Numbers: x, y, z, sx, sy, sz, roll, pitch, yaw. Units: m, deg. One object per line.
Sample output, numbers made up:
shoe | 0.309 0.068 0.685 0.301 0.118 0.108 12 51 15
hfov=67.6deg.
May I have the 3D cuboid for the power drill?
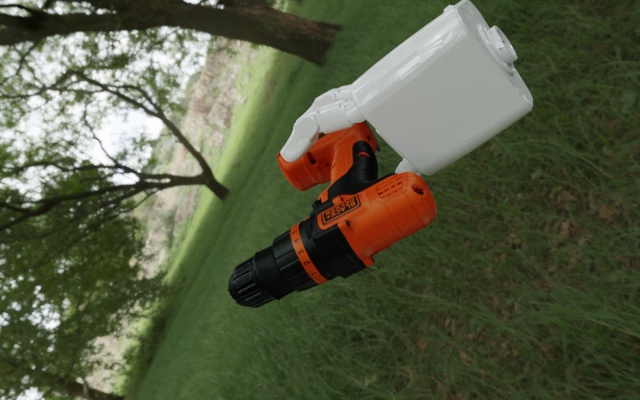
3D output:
power drill | 0.000 0.001 0.442 0.184 0.057 0.187 -27 32 11
